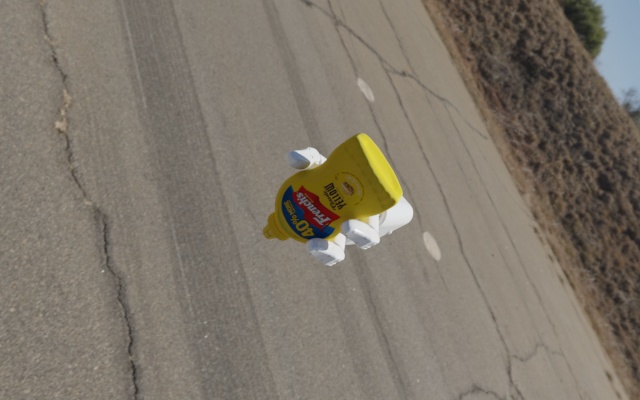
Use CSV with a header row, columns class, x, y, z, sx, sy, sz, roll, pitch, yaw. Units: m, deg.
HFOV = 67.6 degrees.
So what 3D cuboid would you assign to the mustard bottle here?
class,x,y,z,sx,sy,sz,roll,pitch,yaw
mustard bottle,0.000,0.002,0.605,0.192,0.096,0.058,-31,7,28
